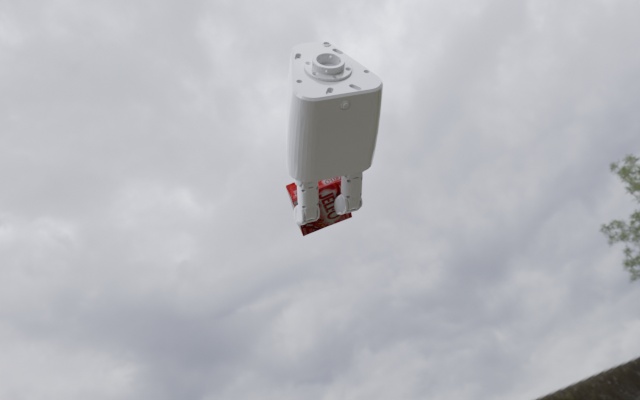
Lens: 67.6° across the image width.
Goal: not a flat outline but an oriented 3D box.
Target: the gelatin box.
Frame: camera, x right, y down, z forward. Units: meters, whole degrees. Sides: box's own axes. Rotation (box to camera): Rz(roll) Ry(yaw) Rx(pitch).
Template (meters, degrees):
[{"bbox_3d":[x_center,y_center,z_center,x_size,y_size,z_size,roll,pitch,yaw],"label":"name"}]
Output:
[{"bbox_3d":[0.000,0.002,0.621,0.073,0.030,0.089,-21,-36,-6],"label":"gelatin box"}]
